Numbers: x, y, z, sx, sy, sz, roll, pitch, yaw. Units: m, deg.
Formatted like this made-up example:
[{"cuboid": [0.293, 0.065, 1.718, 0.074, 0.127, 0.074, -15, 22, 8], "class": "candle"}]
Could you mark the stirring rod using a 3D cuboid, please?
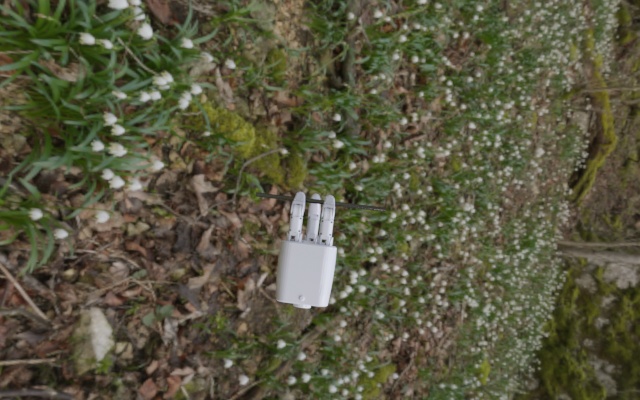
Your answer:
[{"cuboid": [0.000, 0.003, 0.881, 0.239, 0.011, 0.011, 7, 0, 2], "class": "stirring rod"}]
